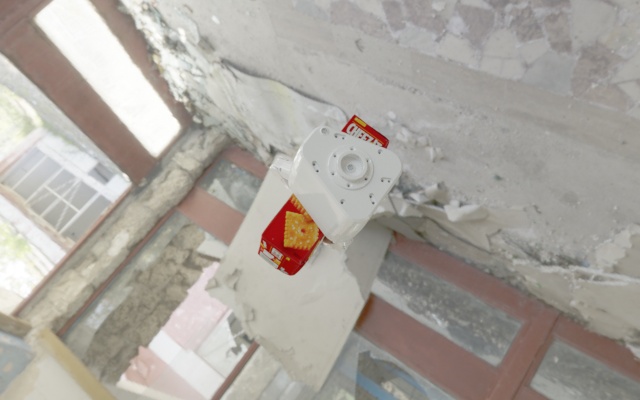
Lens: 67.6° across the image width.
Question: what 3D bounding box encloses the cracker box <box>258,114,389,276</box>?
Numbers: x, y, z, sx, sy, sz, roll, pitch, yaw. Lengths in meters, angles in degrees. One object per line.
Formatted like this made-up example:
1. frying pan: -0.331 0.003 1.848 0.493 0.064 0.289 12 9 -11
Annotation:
1. cracker box: 0.000 0.002 0.695 0.072 0.213 0.164 37 -17 2
